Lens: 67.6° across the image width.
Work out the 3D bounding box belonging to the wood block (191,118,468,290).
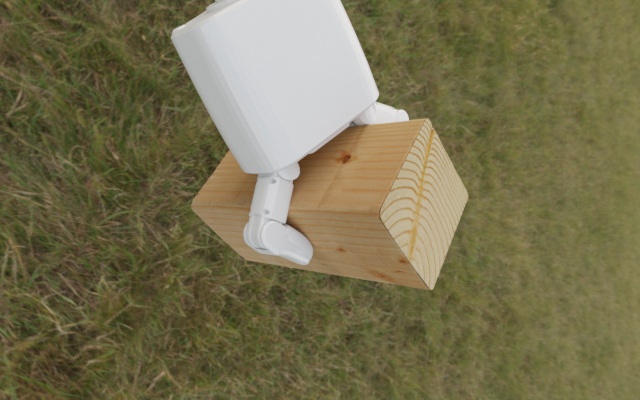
[{"bbox_3d":[0.000,0.001,0.402,0.206,0.090,0.090,2,-38,42],"label":"wood block"}]
